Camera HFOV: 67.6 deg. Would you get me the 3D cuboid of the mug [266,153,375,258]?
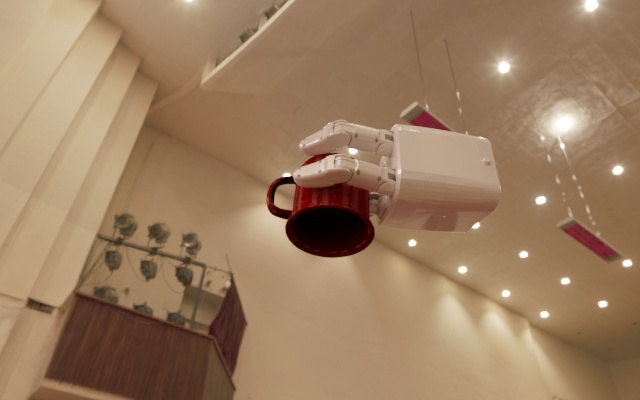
[{"bbox_3d":[-0.001,0.001,0.518,0.117,0.081,0.093,8,-40,-4],"label":"mug"}]
